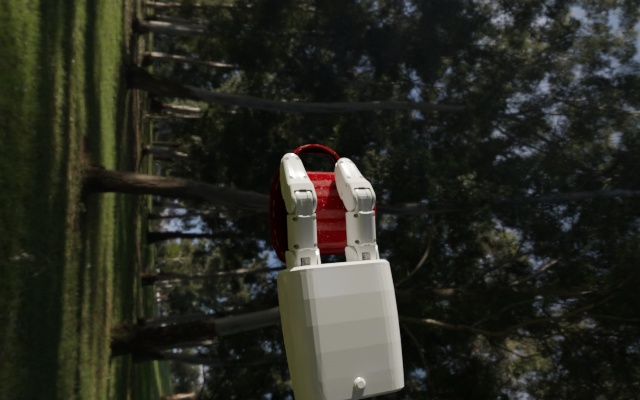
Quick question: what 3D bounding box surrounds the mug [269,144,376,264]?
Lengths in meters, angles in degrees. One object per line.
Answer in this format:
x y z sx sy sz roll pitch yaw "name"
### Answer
0.000 0.000 0.473 0.081 0.117 0.093 -1 -14 -23 "mug"
